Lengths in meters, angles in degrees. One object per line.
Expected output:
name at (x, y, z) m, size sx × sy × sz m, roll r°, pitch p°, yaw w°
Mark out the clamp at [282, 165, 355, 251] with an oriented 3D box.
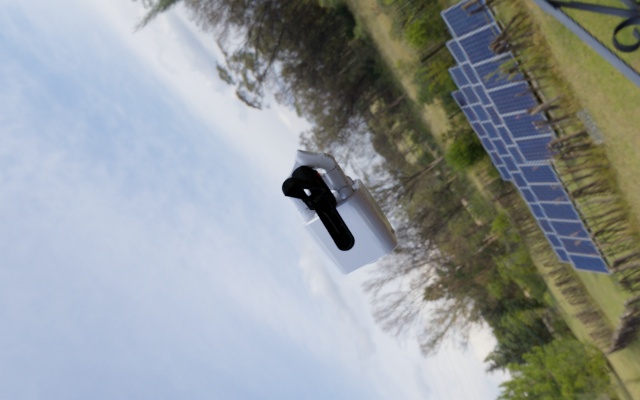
clamp at (0.000, 0.002, 0.647) m, size 0.039 × 0.120 × 0.171 m, roll -35°, pitch 11°, yaw 12°
